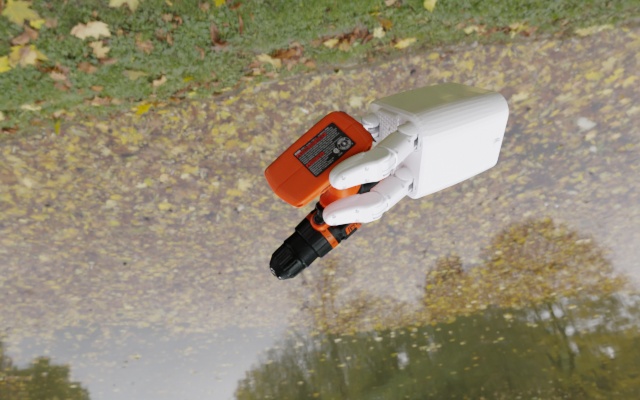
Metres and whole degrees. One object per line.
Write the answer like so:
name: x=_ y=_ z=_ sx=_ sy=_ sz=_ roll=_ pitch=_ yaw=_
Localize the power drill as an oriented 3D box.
power drill: x=0.000 y=0.001 z=0.520 sx=0.057 sy=0.184 sz=0.188 roll=43 pitch=-9 yaw=21
